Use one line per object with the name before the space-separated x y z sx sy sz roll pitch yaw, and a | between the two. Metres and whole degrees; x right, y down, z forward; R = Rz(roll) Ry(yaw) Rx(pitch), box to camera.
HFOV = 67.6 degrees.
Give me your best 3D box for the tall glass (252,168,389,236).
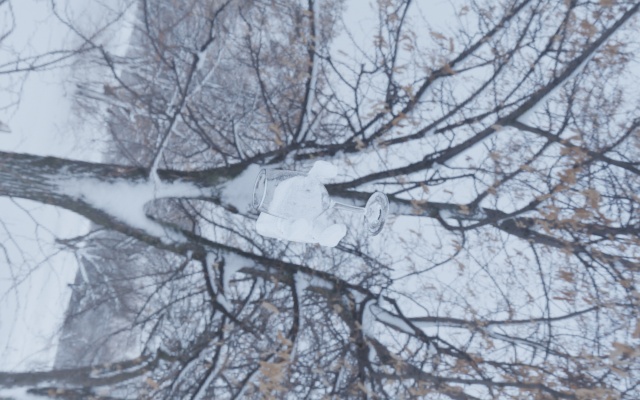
tall glass | 0.001 0.002 0.734 0.201 0.079 0.079 12 -5 -23
